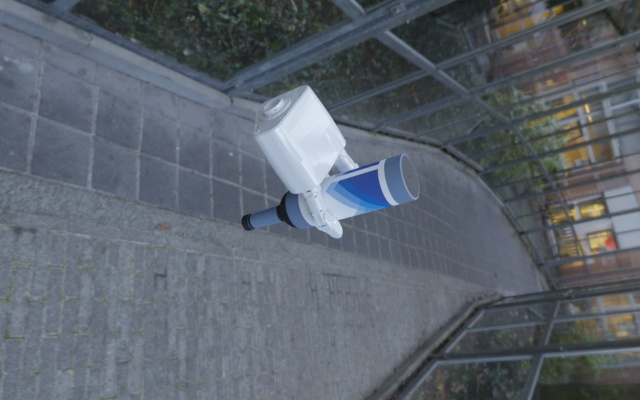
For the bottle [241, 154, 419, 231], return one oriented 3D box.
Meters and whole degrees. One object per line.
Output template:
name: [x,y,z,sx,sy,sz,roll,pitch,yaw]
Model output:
bottle: [0.000,0.002,0.733,0.296,0.069,0.069,-16,-8,28]
